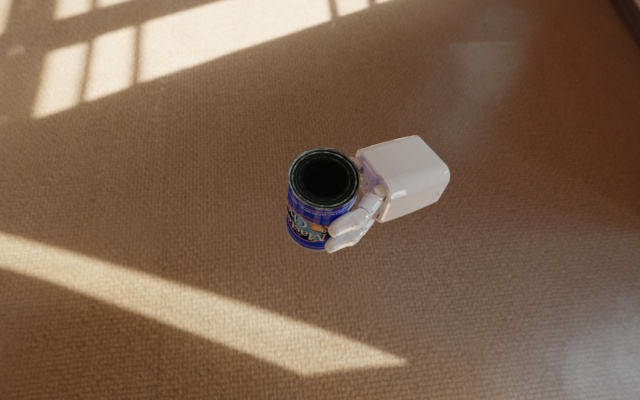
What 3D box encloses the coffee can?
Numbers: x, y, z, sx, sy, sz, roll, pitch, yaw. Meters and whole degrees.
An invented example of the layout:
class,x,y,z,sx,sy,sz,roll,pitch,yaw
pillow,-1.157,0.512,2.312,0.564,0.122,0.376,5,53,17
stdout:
class,x,y,z,sx,sy,sz,roll,pitch,yaw
coffee can,0.000,0.002,0.720,0.103,0.102,0.140,0,-29,-5
